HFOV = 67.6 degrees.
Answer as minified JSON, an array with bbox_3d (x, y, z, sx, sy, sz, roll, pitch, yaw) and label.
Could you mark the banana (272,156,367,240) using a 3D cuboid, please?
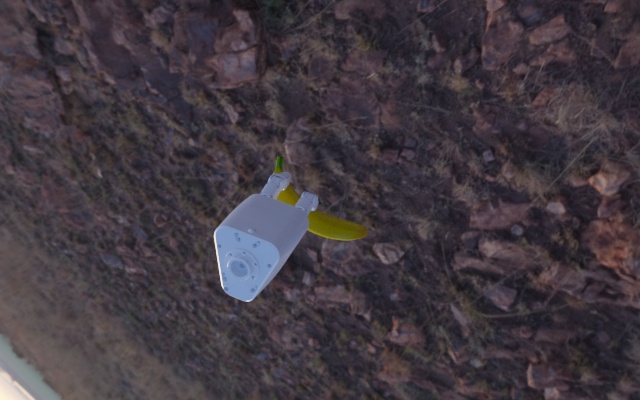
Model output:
[{"bbox_3d":[-0.015,0.014,0.788,0.198,0.069,0.037,41,4,-4],"label":"banana"}]
